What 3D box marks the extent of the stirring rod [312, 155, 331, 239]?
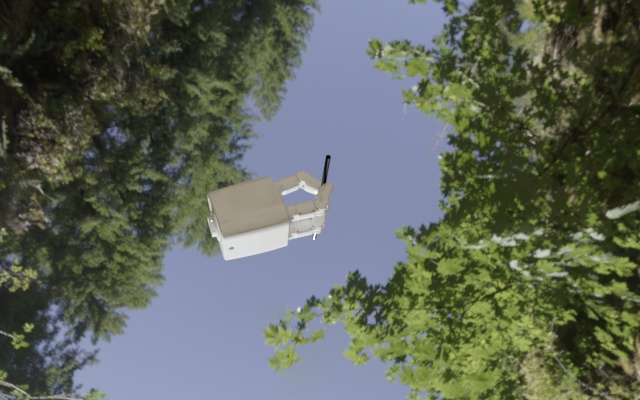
[{"bbox_3d":[0.000,0.003,0.823,0.011,0.011,0.240,0,-35,-7],"label":"stirring rod"}]
